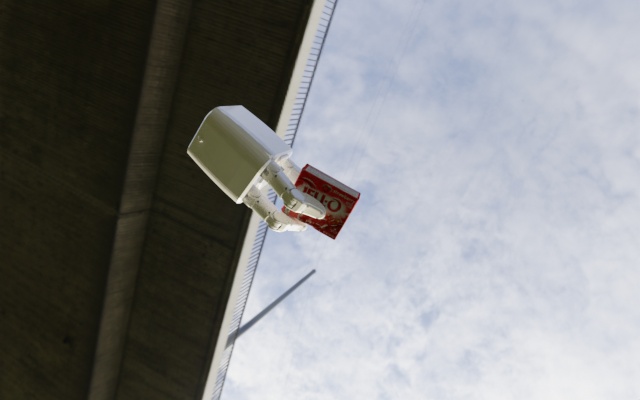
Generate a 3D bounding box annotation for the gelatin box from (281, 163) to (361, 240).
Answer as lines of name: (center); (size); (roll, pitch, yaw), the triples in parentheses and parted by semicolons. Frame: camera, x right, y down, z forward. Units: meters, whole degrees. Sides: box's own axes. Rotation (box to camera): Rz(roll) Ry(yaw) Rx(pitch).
gelatin box: (0.000, 0.002, 0.667); (0.089, 0.073, 0.030); (29, 24, 0)
